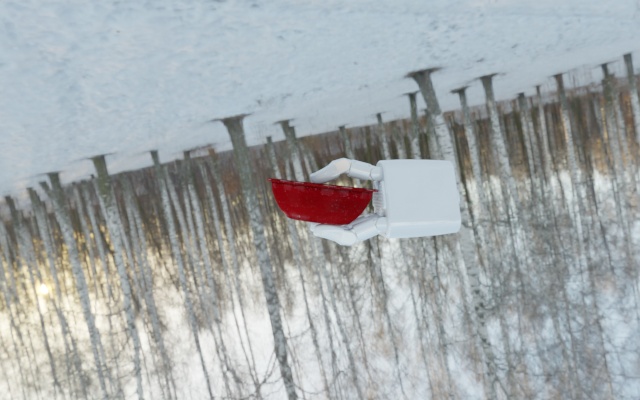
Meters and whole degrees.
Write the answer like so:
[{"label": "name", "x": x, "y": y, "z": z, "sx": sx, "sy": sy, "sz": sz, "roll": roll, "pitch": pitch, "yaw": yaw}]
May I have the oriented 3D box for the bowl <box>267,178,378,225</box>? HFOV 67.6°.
[{"label": "bowl", "x": -0.001, "y": 0.003, "z": 0.691, "sx": 0.162, "sy": 0.055, "sz": 0.162, "roll": 7, "pitch": 2, "yaw": 0}]
